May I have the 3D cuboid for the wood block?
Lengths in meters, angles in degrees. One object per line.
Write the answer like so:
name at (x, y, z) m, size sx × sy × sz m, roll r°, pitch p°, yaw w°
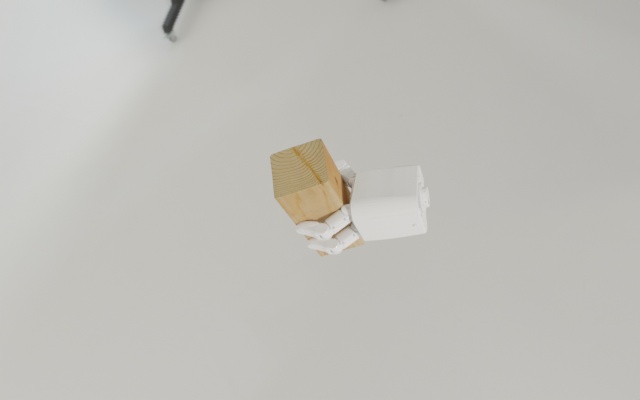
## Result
wood block at (0.000, 0.002, 0.809) m, size 0.090 × 0.090 × 0.206 m, roll -17°, pitch -37°, yaw 12°
